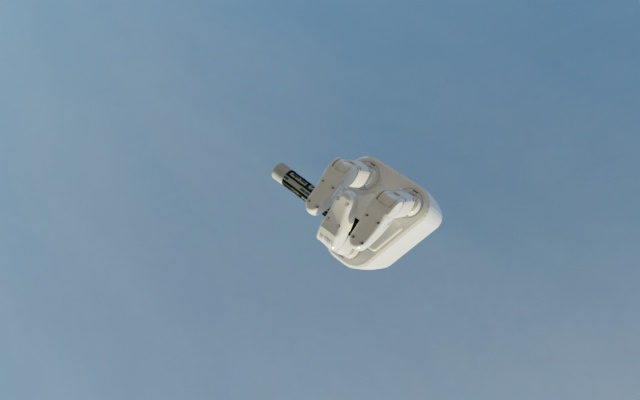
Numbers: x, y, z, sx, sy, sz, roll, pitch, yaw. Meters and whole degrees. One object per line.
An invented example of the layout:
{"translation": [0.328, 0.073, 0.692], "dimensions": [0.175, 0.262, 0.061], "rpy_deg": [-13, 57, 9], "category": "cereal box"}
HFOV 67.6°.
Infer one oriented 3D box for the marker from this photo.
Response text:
{"translation": [0.000, 0.002, 0.469], "dimensions": [0.121, 0.020, 0.020], "rpy_deg": [37, 17, 24], "category": "marker"}
